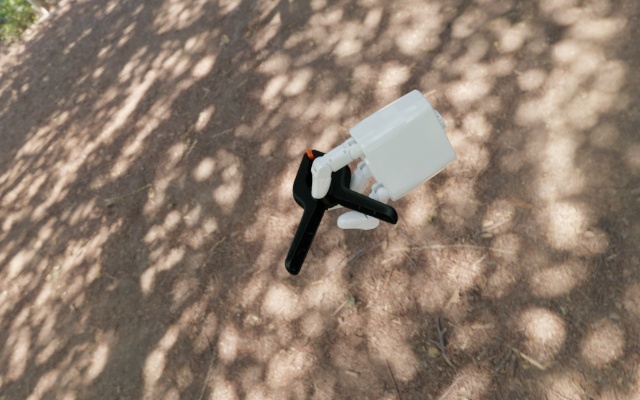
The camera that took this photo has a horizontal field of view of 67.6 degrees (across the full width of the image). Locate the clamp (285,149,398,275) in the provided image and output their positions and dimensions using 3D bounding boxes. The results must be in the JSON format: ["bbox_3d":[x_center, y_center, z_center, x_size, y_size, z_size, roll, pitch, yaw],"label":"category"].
[{"bbox_3d":[0.000,0.001,0.686,0.164,0.209,0.036,-32,-47,5],"label":"clamp"}]
